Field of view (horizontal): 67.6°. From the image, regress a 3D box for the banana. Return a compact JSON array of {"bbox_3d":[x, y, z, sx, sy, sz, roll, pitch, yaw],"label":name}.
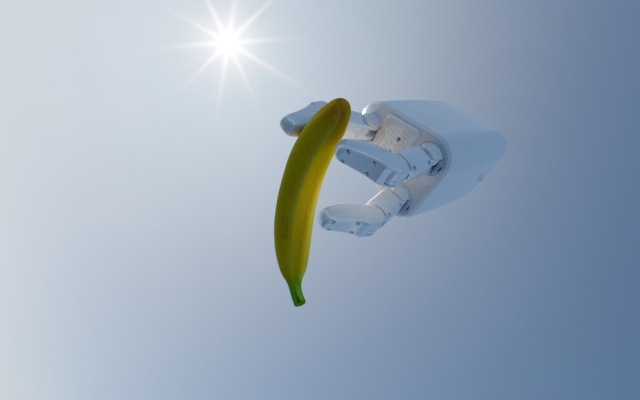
[{"bbox_3d":[-0.012,-0.003,0.437,0.037,0.198,0.069,-8,30,-37],"label":"banana"}]
